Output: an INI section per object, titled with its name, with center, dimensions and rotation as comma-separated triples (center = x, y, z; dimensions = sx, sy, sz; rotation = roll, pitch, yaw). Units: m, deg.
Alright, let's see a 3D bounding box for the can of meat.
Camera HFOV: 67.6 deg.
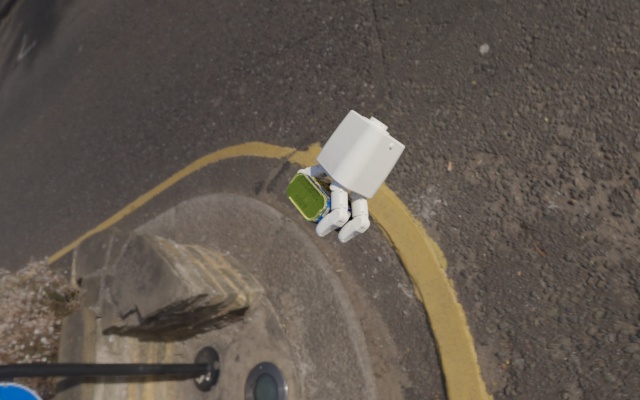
[can of meat]
center = 0.000, 0.003, 0.815
dimensions = 0.084, 0.057, 0.102
rotation = 21, 21, -47
